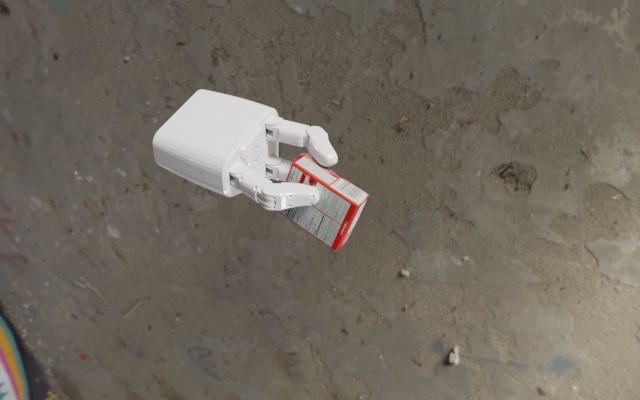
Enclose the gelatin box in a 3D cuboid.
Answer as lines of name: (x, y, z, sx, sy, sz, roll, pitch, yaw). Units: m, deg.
gelatin box: (0.000, 0.002, 0.527, 0.089, 0.073, 0.030, 34, 41, 14)
